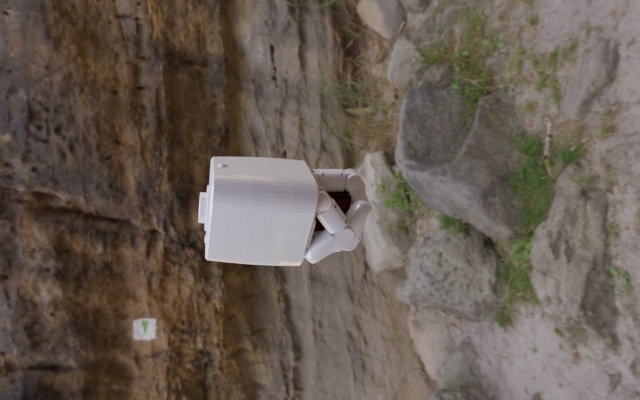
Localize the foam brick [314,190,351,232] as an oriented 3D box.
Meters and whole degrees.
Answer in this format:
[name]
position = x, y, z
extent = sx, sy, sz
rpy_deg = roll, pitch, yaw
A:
[foam brick]
position = 0.000, 0.002, 0.582
extent = 0.051, 0.053, 0.078
rpy_deg = 3, 23, -14
